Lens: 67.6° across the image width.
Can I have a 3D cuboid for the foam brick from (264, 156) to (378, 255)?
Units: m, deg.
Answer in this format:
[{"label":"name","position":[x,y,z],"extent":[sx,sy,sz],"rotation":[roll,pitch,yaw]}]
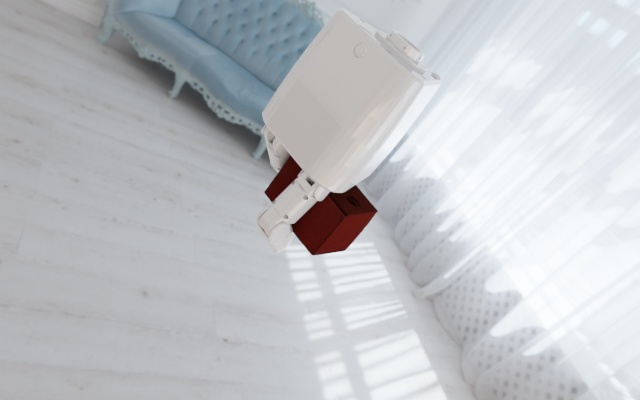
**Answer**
[{"label":"foam brick","position":[0.000,0.002,0.417],"extent":[0.051,0.078,0.053],"rotation":[-50,-24,25]}]
